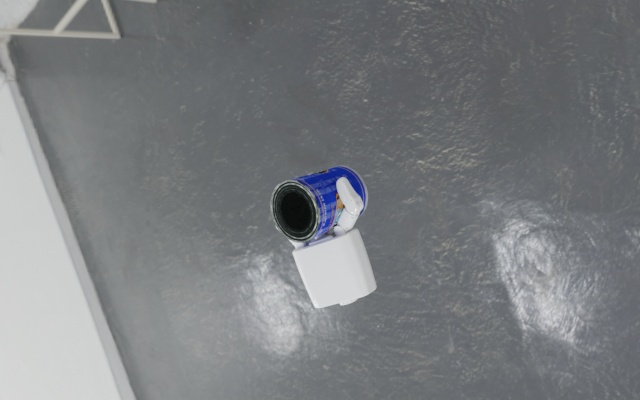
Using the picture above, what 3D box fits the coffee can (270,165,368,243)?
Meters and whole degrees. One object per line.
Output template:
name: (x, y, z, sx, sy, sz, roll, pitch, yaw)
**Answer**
coffee can: (0.000, 0.002, 0.805, 0.103, 0.103, 0.140, 0, 13, 38)
